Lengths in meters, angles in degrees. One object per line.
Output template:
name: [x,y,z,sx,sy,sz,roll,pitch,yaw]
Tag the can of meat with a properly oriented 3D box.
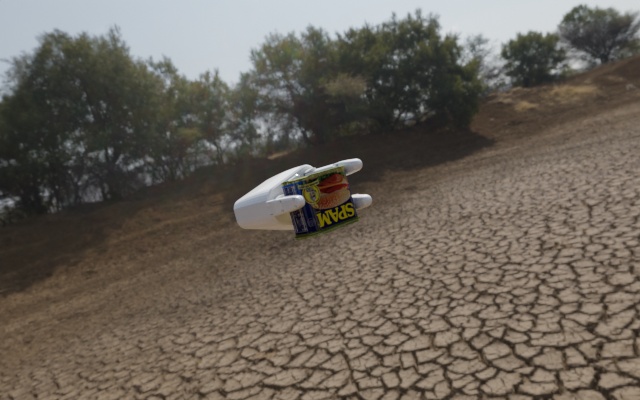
can of meat: [0.000,0.002,0.683,0.102,0.084,0.057,-18,3,-38]
